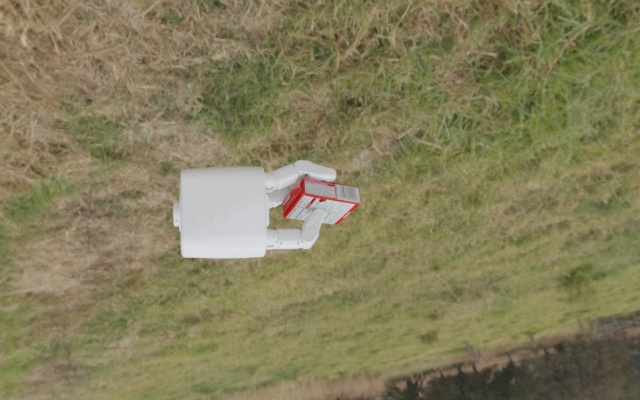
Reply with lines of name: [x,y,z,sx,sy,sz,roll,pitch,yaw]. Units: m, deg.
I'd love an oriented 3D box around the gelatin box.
gelatin box: [0.000,0.003,0.669,0.089,0.030,0.073,10,-31,-23]
